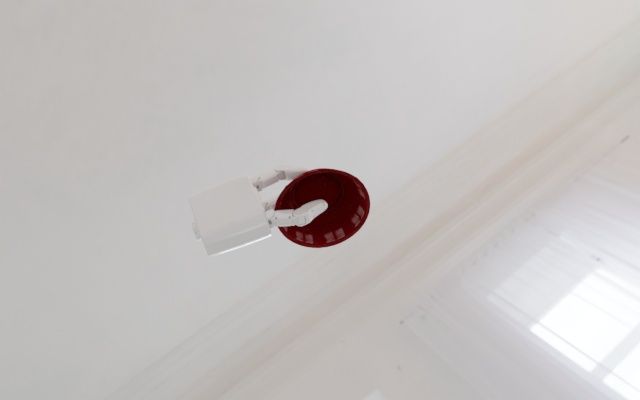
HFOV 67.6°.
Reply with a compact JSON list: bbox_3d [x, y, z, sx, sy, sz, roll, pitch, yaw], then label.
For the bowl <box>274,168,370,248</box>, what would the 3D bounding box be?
[{"bbox_3d":[0.001,0.002,0.810,0.162,0.162,0.055,0,35,-11],"label":"bowl"}]
